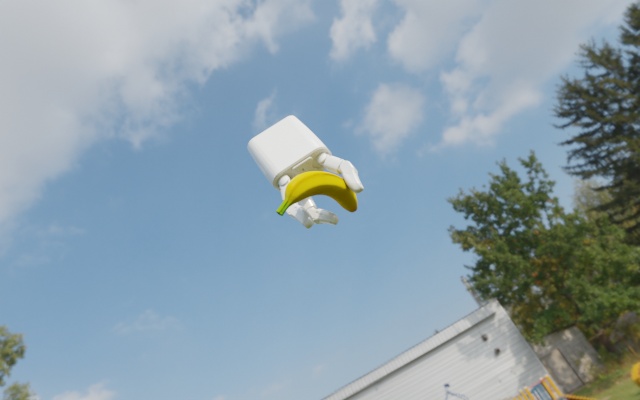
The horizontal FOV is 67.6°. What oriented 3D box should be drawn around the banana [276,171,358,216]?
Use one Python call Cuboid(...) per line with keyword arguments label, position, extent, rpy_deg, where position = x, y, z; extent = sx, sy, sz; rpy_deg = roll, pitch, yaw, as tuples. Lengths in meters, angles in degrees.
Cuboid(label="banana", position=(0.005, -0.013, 0.768), extent=(0.198, 0.070, 0.037), rpy_deg=(1, 31, -49))
